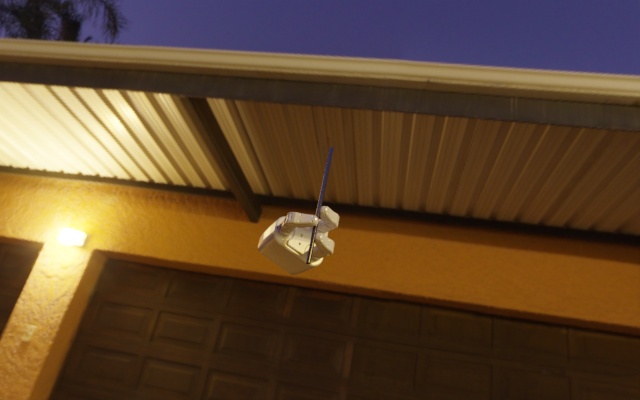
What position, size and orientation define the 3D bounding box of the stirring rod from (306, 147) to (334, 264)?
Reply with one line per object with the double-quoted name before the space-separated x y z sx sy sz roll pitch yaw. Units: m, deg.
"stirring rod" 0.000 0.003 0.875 0.011 0.239 0.011 9 -27 5
